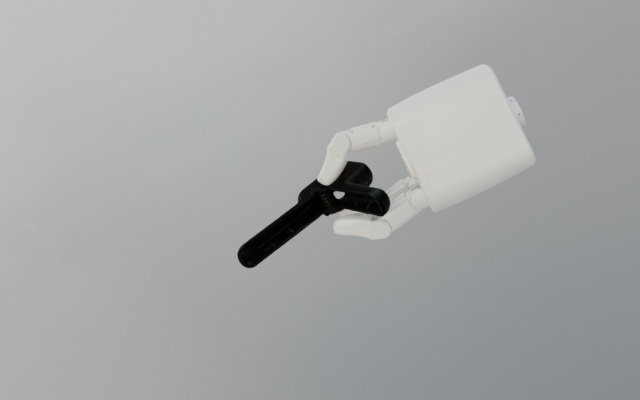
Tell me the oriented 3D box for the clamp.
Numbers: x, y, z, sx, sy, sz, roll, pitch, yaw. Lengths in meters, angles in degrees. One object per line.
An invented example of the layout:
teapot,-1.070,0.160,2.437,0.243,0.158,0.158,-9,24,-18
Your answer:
clamp,0.000,0.001,0.532,0.164,0.036,0.210,-24,14,15
